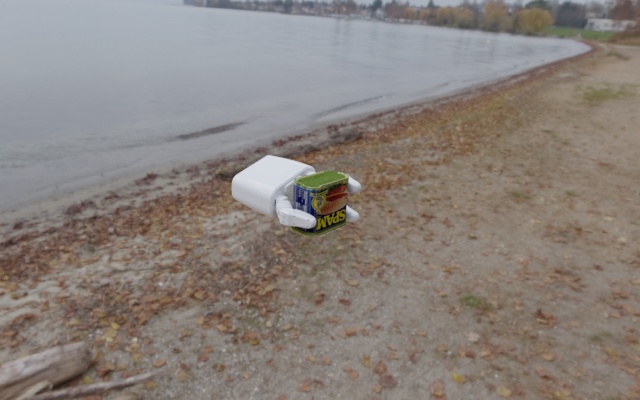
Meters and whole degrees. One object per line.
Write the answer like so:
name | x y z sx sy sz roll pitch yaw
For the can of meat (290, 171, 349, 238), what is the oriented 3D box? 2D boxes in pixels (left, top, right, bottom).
can of meat | 0.000 0.002 0.776 0.057 0.084 0.102 22 28 39
